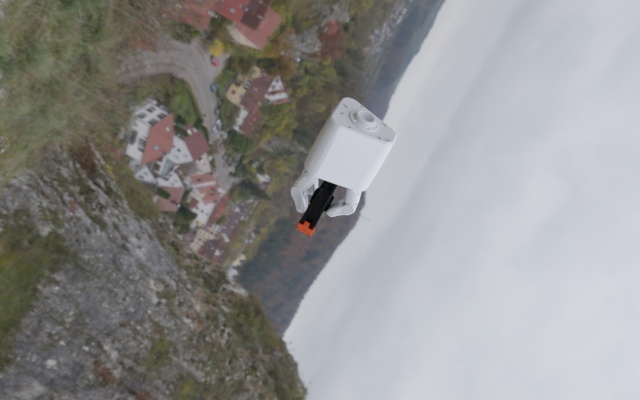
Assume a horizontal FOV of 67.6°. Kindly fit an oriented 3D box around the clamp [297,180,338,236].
[{"bbox_3d":[0.001,0.003,0.852,0.036,0.165,0.210,28,41,1],"label":"clamp"}]
